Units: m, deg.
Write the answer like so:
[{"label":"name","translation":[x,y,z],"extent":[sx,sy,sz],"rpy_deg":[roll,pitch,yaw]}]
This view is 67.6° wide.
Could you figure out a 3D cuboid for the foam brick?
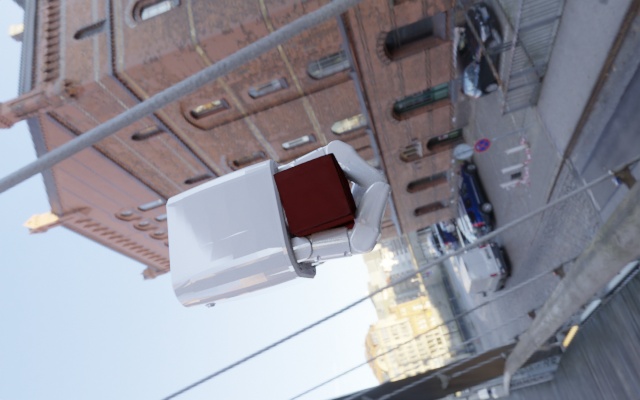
[{"label":"foam brick","translation":[0.000,0.001,0.400],"extent":[0.051,0.053,0.078],"rpy_deg":[-19,-13,7]}]
